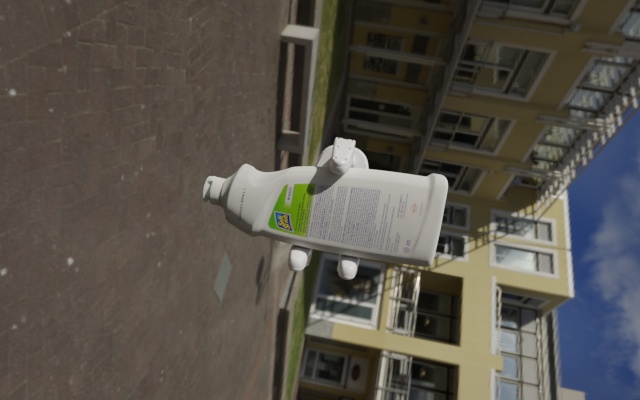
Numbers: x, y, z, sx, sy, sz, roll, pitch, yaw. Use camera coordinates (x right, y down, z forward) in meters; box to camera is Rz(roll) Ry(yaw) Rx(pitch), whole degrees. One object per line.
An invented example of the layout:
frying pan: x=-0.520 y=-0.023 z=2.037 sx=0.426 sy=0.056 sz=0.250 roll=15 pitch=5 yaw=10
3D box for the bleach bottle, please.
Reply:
bleach bottle: x=0.000 y=0.002 z=0.515 sx=0.251 sy=0.102 sz=0.068 roll=10 pitch=4 yaw=4
